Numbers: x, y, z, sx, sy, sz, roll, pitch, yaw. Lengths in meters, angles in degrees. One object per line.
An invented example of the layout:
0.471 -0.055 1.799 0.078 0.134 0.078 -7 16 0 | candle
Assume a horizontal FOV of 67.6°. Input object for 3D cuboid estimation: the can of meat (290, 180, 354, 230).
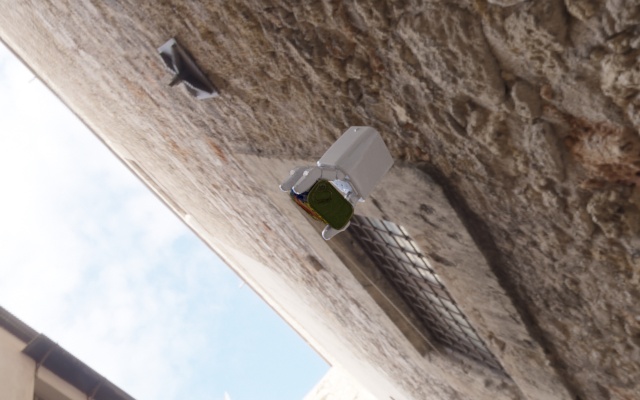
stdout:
0.000 0.003 0.900 0.102 0.057 0.084 44 -13 -28 | can of meat
